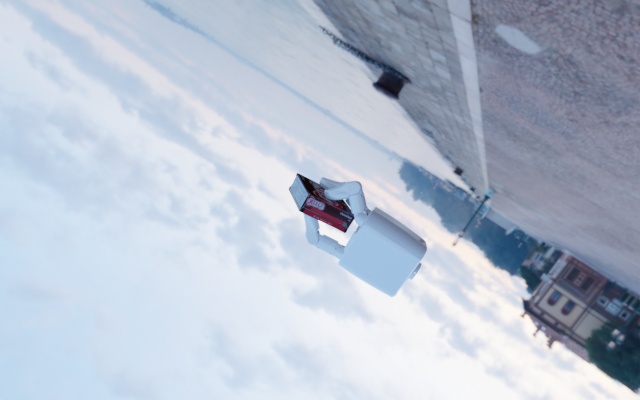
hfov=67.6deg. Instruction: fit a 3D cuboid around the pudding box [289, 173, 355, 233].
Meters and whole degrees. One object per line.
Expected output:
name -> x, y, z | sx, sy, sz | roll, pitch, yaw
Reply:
pudding box -> 0.000, 0.003, 0.793 | 0.090, 0.039, 0.113 | 27, 10, -21
